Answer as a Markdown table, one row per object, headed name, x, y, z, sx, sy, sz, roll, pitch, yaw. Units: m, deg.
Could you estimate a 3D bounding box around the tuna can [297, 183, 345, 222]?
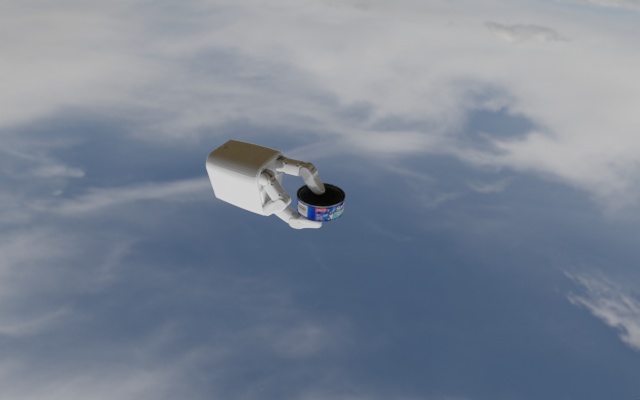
| name | x | y | z | sx | sy | sz | roll | pitch | yaw |
| --- | --- | --- | --- | --- | --- | --- | --- | --- | --- |
| tuna can | 0.000 | 0.003 | 0.845 | 0.086 | 0.034 | 0.086 | 2 | 30 | -1 |
